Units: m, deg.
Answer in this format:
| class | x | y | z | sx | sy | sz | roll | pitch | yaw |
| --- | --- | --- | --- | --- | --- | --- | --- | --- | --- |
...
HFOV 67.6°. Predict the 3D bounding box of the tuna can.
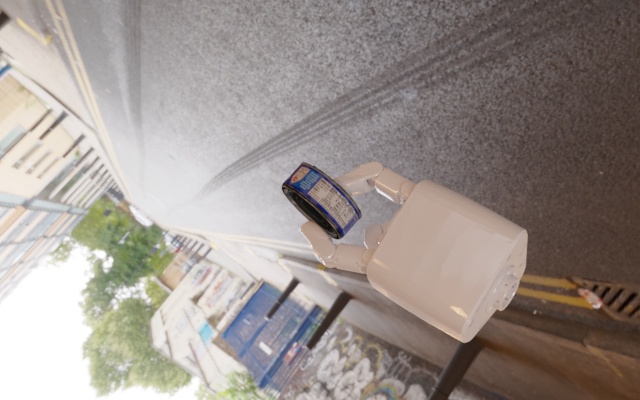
| class | x | y | z | sx | sy | sz | roll | pitch | yaw |
| --- | --- | --- | --- | --- | --- | --- | --- | --- | --- |
| tuna can | 0.000 | 0.002 | 0.500 | 0.086 | 0.033 | 0.086 | 40 | -12 | 10 |
